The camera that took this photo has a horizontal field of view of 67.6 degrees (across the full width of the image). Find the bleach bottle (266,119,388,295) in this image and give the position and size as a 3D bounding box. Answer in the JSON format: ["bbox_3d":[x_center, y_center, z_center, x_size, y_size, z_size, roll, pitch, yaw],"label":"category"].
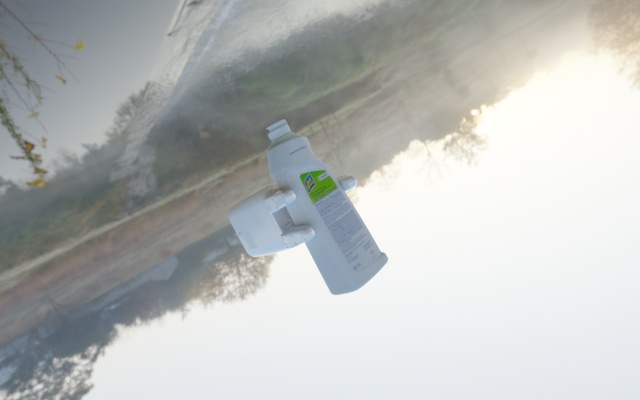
[{"bbox_3d":[0.000,0.002,0.674,0.068,0.251,0.102,-22,8,43],"label":"bleach bottle"}]
